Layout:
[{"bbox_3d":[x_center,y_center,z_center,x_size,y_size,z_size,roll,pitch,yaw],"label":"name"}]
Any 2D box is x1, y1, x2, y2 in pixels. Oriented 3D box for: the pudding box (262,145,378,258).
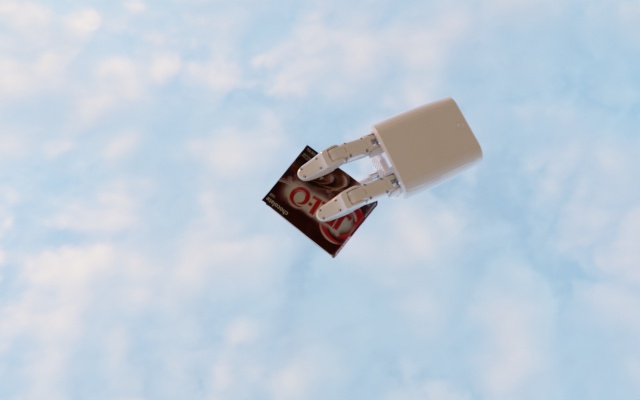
[{"bbox_3d":[0.000,0.002,0.584,0.113,0.090,0.039,37,-9,12],"label":"pudding box"}]
